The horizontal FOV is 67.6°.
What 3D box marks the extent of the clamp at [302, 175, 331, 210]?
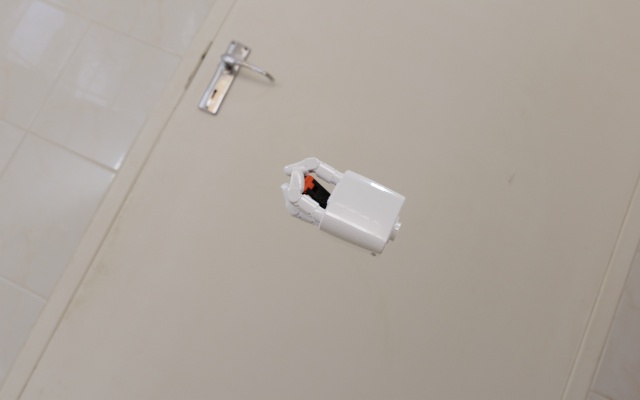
[{"bbox_3d":[0.000,0.002,0.847,0.120,0.039,0.171,25,-9,8],"label":"clamp"}]
